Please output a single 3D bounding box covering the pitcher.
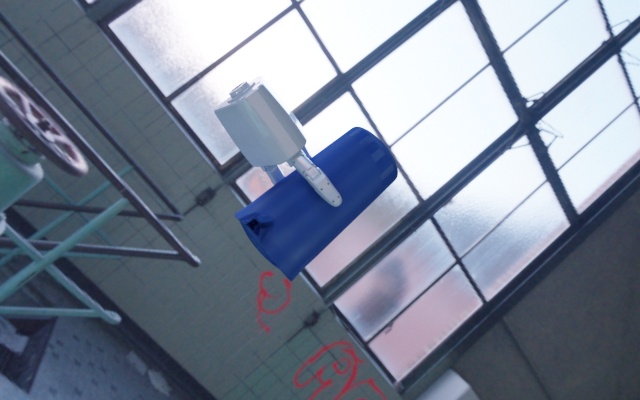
[{"bbox_3d":[0.000,0.002,0.745,0.243,0.145,0.149,-40,21,-8],"label":"pitcher"}]
